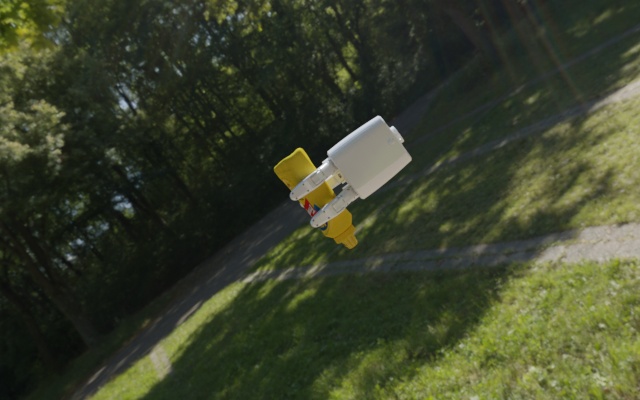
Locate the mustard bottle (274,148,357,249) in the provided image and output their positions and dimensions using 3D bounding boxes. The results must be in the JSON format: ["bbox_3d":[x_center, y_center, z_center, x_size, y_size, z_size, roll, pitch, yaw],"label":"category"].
[{"bbox_3d":[0.000,0.003,0.820,0.058,0.191,0.096,-39,5,-17],"label":"mustard bottle"}]
